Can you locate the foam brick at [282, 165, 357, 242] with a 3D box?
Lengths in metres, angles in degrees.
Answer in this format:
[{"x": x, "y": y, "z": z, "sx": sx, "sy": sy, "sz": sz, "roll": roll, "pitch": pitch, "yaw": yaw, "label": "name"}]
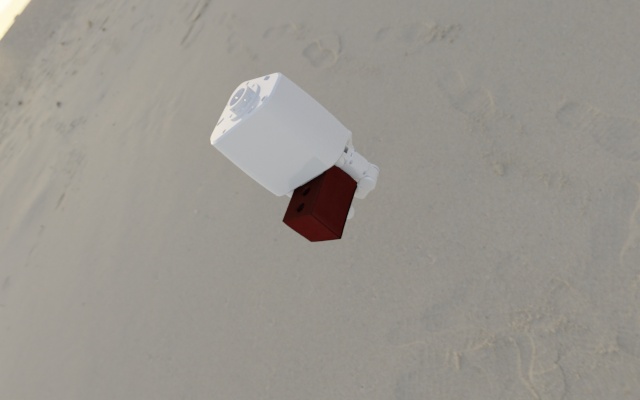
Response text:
[{"x": 0.000, "y": 0.002, "z": 0.554, "sx": 0.053, "sy": 0.078, "sz": 0.051, "roll": -14, "pitch": -42, "yaw": 45, "label": "foam brick"}]
